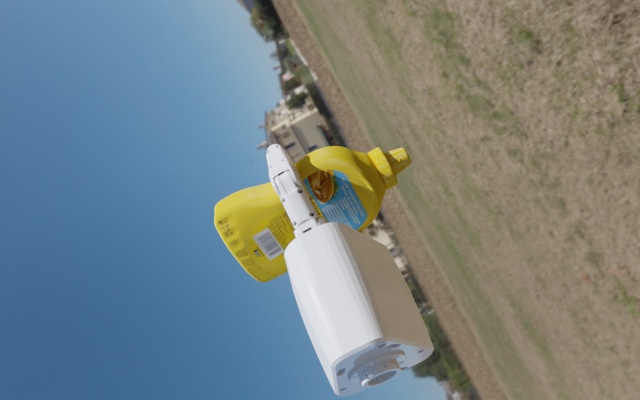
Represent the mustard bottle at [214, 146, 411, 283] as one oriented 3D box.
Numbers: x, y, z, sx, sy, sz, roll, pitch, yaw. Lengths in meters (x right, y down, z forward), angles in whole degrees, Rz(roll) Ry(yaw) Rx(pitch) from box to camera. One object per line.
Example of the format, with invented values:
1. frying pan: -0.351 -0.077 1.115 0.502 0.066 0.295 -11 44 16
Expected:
1. mustard bottle: 0.000 0.001 0.469 0.191 0.096 0.058 -28 29 5
